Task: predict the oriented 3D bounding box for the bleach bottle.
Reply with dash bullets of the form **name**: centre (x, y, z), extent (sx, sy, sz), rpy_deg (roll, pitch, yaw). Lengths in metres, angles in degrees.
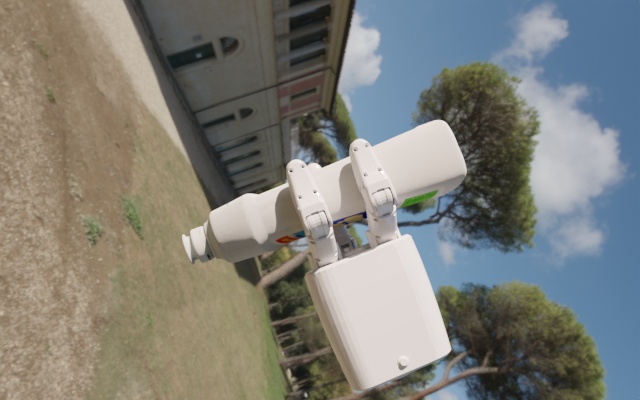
- **bleach bottle**: centre (0.000, 0.001, 0.442), extent (0.251, 0.068, 0.102), rpy_deg (-20, -7, -7)
